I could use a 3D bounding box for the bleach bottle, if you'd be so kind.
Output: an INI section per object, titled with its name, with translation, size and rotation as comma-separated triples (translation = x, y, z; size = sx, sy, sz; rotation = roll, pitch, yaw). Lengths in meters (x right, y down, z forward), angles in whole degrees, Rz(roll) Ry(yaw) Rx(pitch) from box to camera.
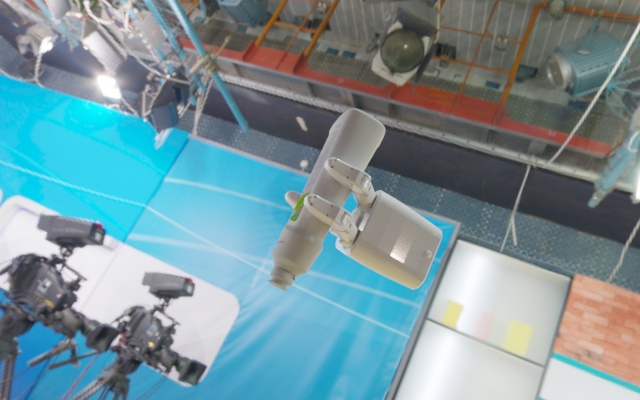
[bleach bottle]
translation = 0.000, 0.002, 0.633
size = 0.068, 0.250, 0.102
rotation = 30, -19, -7
